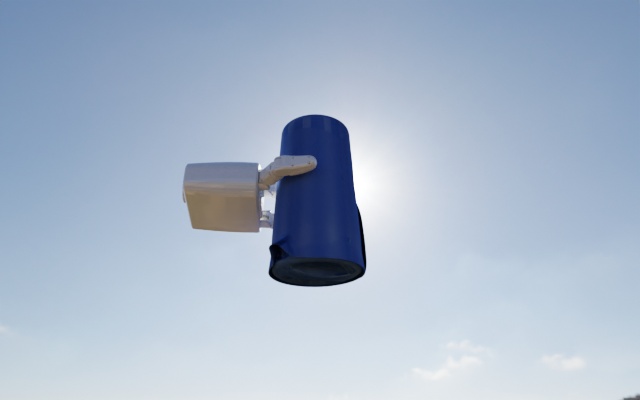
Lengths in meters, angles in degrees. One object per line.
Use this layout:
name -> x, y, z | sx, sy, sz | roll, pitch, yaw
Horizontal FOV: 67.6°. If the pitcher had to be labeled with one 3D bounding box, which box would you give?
pitcher -> 0.000, 0.002, 0.713 | 0.145, 0.242, 0.149 | 0, -26, -1
